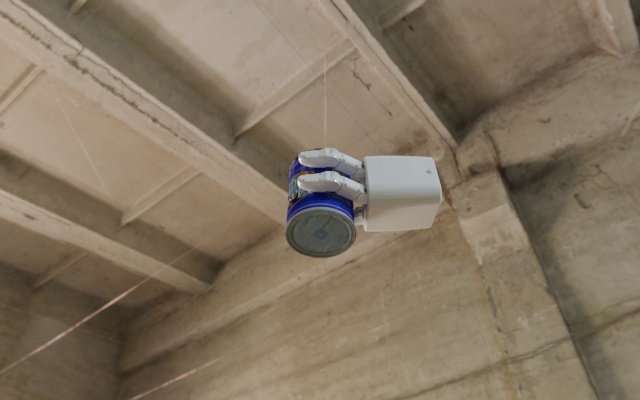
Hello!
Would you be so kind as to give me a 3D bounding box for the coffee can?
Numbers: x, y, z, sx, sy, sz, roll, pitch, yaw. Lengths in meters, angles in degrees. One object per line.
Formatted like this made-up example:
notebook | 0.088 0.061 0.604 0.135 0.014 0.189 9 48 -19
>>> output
coffee can | 0.000 0.003 0.734 0.103 0.103 0.140 0 44 0
